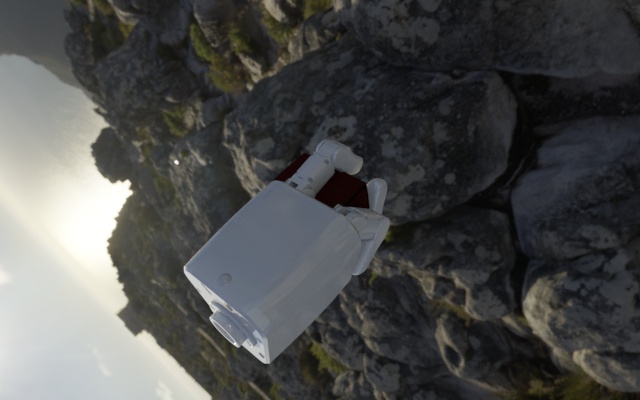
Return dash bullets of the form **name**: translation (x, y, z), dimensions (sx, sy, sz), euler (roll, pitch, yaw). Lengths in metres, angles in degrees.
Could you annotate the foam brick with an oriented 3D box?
- **foam brick**: translation (0.000, 0.001, 0.443), dimensions (0.078, 0.053, 0.051), euler (29, 60, 32)
